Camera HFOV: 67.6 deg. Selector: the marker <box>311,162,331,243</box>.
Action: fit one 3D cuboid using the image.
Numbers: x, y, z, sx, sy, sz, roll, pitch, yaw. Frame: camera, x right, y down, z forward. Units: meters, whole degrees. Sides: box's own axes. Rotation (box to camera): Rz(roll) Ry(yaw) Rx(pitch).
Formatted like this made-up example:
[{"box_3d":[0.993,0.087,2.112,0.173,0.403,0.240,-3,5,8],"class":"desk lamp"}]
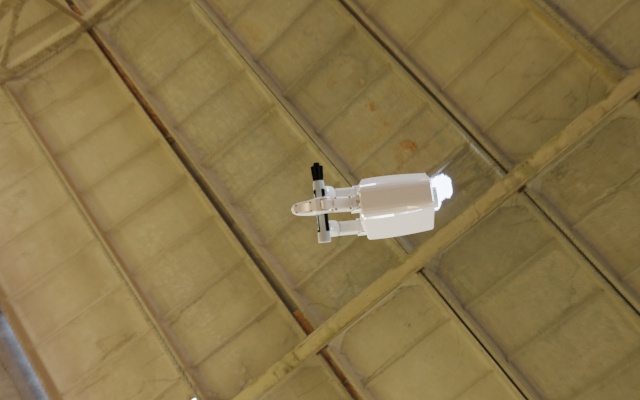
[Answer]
[{"box_3d":[0.000,0.002,0.714,0.020,0.121,0.020,-6,-10,-1],"class":"marker"}]
